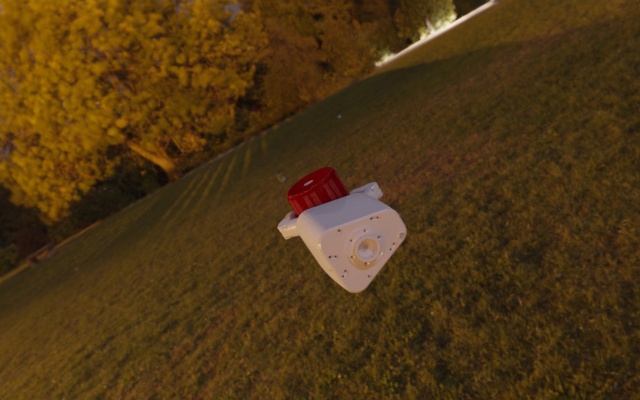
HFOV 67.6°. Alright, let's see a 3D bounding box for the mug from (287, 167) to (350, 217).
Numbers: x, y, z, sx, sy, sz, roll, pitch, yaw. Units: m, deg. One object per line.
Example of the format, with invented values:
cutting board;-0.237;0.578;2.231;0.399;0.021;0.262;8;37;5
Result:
mug;0.000;0.002;0.716;0.093;0.081;0.117;-35;17;-8
